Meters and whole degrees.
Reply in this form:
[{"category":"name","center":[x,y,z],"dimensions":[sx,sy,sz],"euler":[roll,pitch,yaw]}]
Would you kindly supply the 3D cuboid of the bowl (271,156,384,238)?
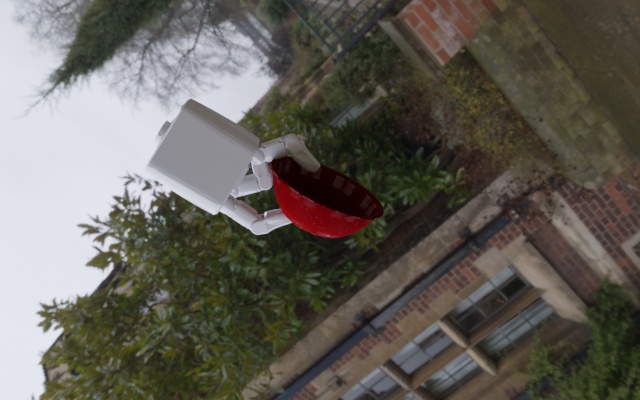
[{"category":"bowl","center":[0.001,0.003,0.634],"dimensions":[0.162,0.055,0.162],"euler":[22,20,-8]}]
